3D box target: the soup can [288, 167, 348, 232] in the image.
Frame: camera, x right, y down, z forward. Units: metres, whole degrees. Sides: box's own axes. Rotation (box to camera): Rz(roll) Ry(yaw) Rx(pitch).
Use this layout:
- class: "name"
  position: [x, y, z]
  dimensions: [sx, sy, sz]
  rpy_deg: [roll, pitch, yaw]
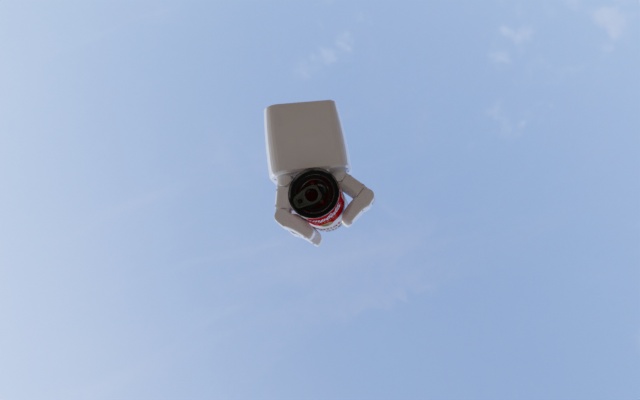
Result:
- class: "soup can"
  position: [0.000, 0.003, 0.657]
  dimensions: [0.068, 0.068, 0.102]
  rpy_deg: [0, -14, 11]
